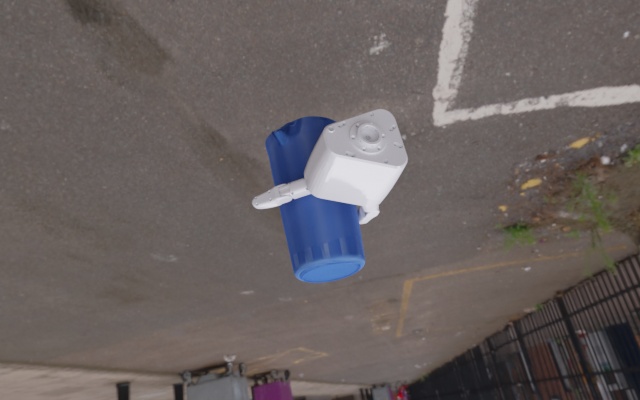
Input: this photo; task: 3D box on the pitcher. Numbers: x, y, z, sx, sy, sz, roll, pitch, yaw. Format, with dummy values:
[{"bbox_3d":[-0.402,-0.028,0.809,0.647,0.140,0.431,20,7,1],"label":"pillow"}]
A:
[{"bbox_3d":[0.000,0.002,0.762,0.149,0.242,0.145,-4,-26,-16],"label":"pitcher"}]
